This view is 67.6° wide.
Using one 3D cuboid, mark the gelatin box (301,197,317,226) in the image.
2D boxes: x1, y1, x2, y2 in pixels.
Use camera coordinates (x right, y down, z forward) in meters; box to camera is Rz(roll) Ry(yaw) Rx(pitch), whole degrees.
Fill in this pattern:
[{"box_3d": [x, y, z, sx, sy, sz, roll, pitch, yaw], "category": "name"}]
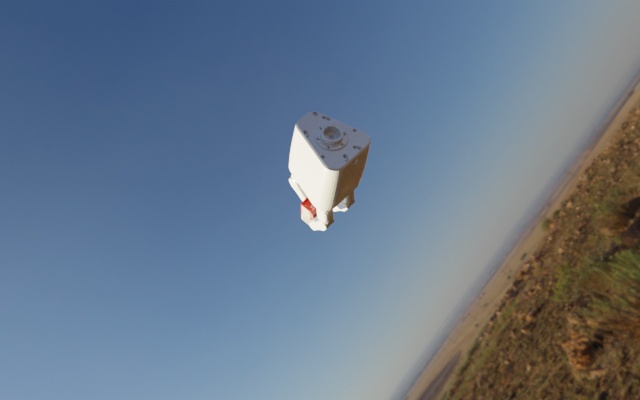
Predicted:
[{"box_3d": [0.000, 0.003, 0.844, 0.030, 0.073, 0.089, 41, -16, 12], "category": "gelatin box"}]
